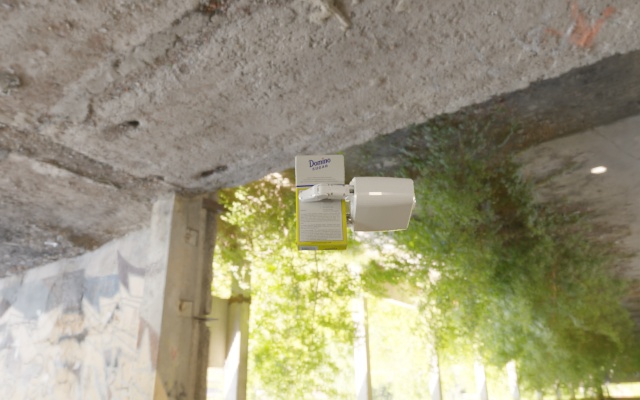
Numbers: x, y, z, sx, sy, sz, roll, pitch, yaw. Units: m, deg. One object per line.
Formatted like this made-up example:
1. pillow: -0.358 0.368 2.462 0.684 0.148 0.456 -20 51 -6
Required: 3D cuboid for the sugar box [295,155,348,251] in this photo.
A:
1. sugar box: 0.000 0.003 0.886 0.093 0.176 0.048 -1 -22 -1
